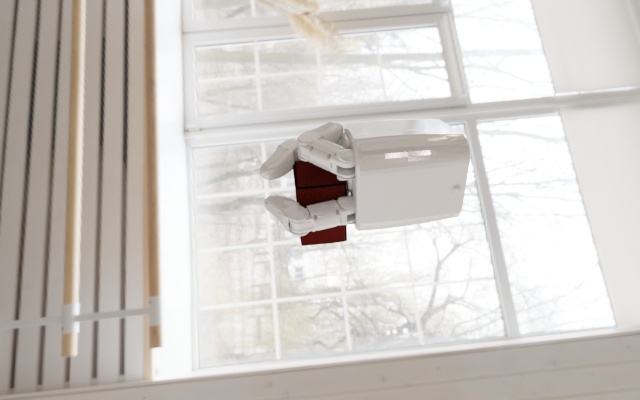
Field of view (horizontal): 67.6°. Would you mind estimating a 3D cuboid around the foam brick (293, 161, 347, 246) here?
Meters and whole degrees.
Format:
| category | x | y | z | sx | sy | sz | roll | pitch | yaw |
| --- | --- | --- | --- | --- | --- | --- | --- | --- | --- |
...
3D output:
| category | x | y | z | sx | sy | sz | roll | pitch | yaw |
| --- | --- | --- | --- | --- | --- | --- | --- | --- | --- |
| foam brick | 0.000 | 0.002 | 0.505 | 0.051 | 0.078 | 0.053 | -6 | 38 | -3 |
